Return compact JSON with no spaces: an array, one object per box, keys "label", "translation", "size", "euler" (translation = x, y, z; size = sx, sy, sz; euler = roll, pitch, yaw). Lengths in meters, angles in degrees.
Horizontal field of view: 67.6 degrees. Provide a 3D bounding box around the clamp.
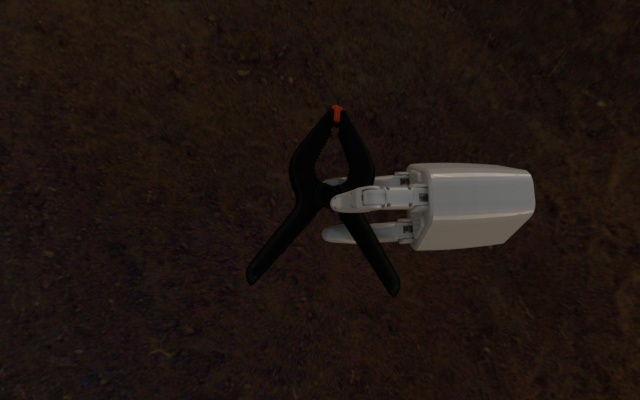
[{"label":"clamp","translation":[0.000,0.001,0.519],"size":[0.164,0.210,0.036],"euler":[-2,-7,-4]}]
